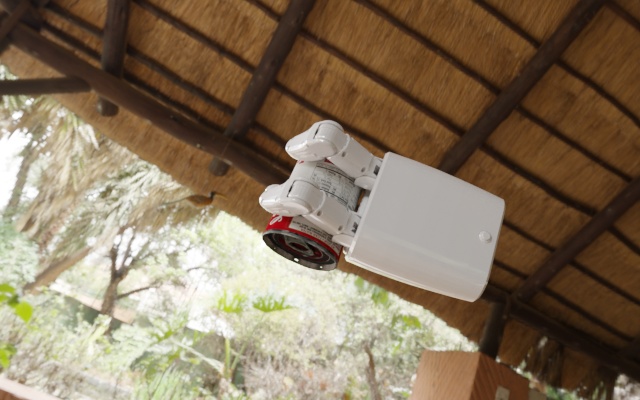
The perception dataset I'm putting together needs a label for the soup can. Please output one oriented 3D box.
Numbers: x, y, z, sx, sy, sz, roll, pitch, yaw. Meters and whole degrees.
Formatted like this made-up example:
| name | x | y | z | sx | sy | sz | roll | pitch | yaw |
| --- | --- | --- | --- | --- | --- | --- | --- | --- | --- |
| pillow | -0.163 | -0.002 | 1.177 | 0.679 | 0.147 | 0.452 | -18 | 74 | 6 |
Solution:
| name | x | y | z | sx | sy | sz | roll | pitch | yaw |
| --- | --- | --- | --- | --- | --- | --- | --- | --- | --- |
| soup can | 0.000 | 0.001 | 0.420 | 0.068 | 0.102 | 0.068 | 19 | -24 | 9 |
